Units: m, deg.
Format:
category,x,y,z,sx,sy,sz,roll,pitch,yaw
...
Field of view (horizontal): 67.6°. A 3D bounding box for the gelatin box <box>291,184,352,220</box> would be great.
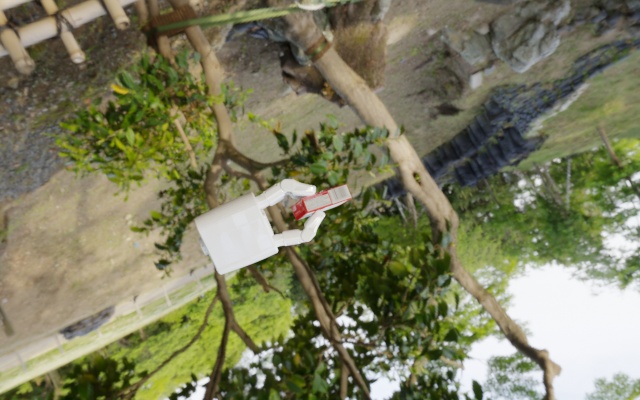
category,x,y,z,sx,sy,sz,roll,pitch,yaw
gelatin box,0.001,0.003,0.835,0.089,0.030,0.073,-18,-6,-19
